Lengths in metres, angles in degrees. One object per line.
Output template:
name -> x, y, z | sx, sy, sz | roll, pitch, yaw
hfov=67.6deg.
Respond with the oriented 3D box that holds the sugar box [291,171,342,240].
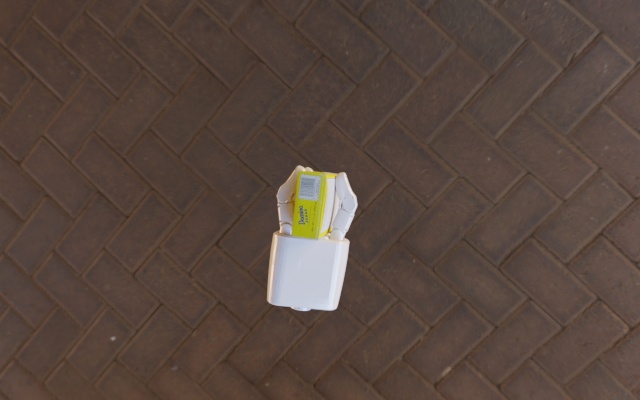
sugar box -> 0.000, 0.002, 0.734 | 0.048, 0.093, 0.176 | 8, 3, 8
